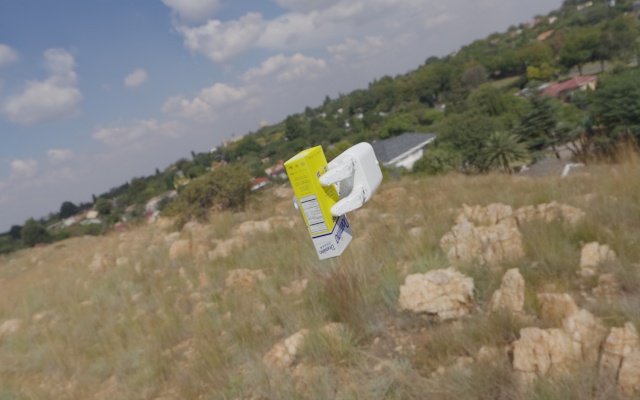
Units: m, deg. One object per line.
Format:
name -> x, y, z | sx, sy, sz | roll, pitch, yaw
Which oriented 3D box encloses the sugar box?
sugar box -> 0.001, 0.002, 0.814 | 0.048, 0.176, 0.093 | -18, 12, 24
